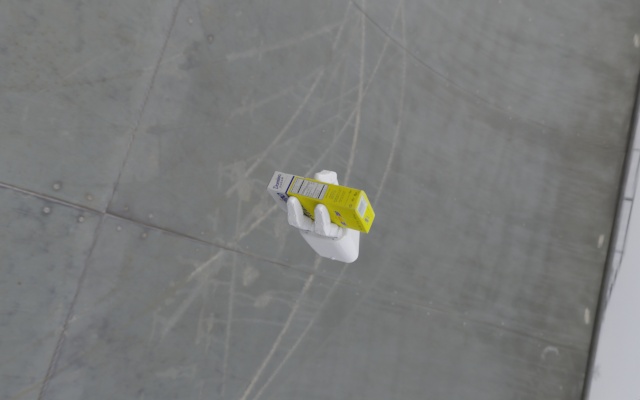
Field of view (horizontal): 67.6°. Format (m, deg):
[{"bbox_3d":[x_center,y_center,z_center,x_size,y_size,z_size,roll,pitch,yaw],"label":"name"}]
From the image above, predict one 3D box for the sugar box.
[{"bbox_3d":[0.000,0.003,0.846,0.176,0.048,0.093,11,-25,25],"label":"sugar box"}]
